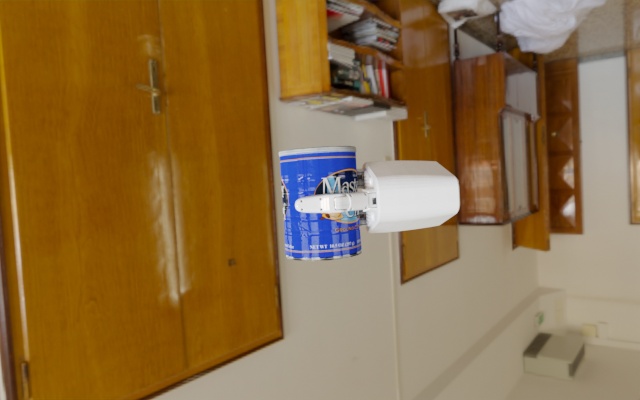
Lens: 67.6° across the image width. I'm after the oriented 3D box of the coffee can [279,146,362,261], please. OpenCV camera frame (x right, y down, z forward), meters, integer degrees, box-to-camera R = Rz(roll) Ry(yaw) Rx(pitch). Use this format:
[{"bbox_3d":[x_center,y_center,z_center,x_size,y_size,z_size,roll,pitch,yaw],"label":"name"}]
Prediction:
[{"bbox_3d":[0.000,0.002,0.634,0.103,0.140,0.103,-3,3,0],"label":"coffee can"}]
